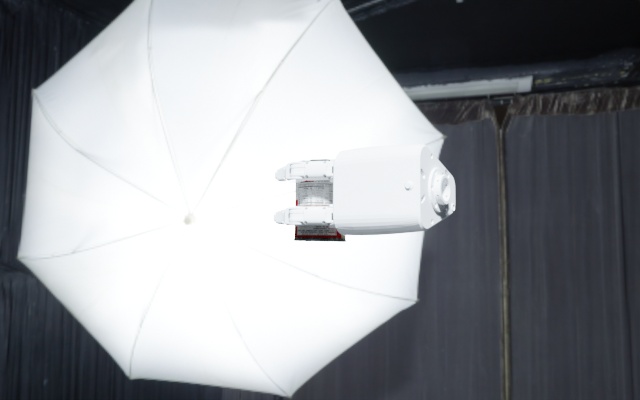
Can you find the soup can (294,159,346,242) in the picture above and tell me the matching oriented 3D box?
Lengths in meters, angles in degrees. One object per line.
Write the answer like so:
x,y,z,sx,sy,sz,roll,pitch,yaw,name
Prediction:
0.000,0.002,0.616,0.068,0.102,0.068,1,-5,0,soup can
